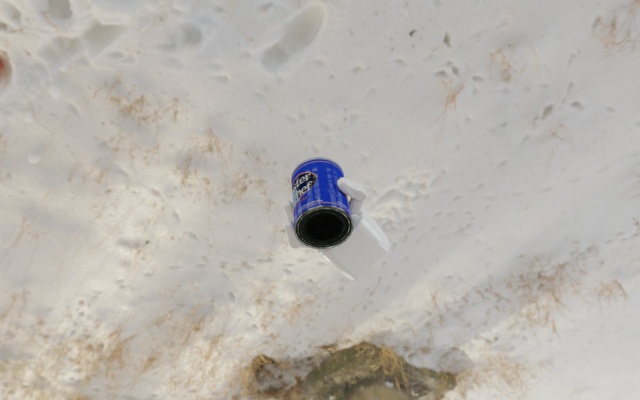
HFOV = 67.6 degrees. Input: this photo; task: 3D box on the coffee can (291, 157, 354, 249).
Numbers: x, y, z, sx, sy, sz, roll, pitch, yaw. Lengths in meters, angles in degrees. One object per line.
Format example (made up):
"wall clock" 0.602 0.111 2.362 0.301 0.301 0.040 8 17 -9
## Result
"coffee can" 0.000 0.003 0.864 0.103 0.103 0.140 0 41 -6
